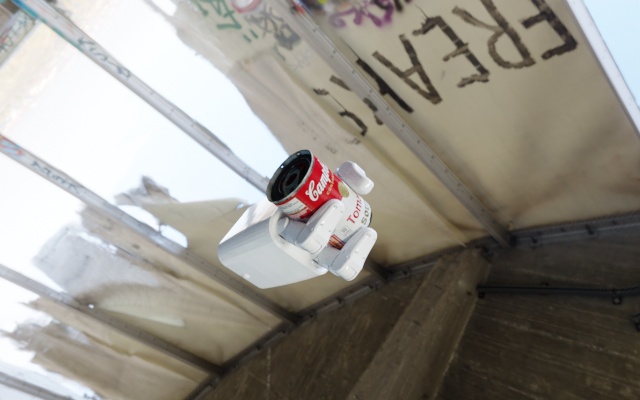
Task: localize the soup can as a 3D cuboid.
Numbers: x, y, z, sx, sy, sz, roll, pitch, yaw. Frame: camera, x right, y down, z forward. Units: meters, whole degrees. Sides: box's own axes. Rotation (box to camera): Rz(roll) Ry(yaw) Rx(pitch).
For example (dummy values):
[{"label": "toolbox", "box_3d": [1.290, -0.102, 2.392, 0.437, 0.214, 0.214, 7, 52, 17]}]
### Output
[{"label": "soup can", "box_3d": [0.001, 0.002, 0.523, 0.102, 0.068, 0.068, 40, -23, -30]}]
